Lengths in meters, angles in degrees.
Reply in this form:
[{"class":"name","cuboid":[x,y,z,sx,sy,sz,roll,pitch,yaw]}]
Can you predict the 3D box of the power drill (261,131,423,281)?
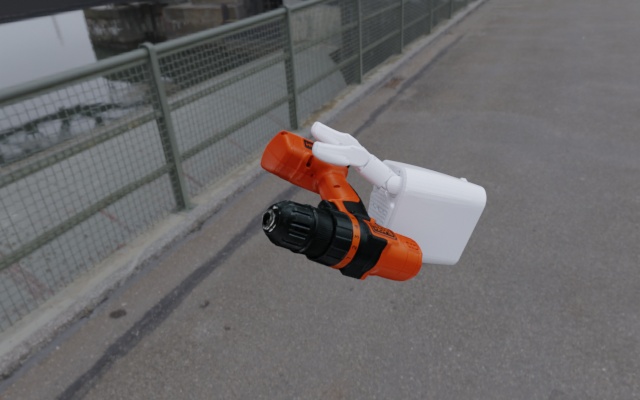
[{"class":"power drill","cuboid":[0.000,0.001,0.493,0.184,0.057,0.187,22,25,-37]}]
